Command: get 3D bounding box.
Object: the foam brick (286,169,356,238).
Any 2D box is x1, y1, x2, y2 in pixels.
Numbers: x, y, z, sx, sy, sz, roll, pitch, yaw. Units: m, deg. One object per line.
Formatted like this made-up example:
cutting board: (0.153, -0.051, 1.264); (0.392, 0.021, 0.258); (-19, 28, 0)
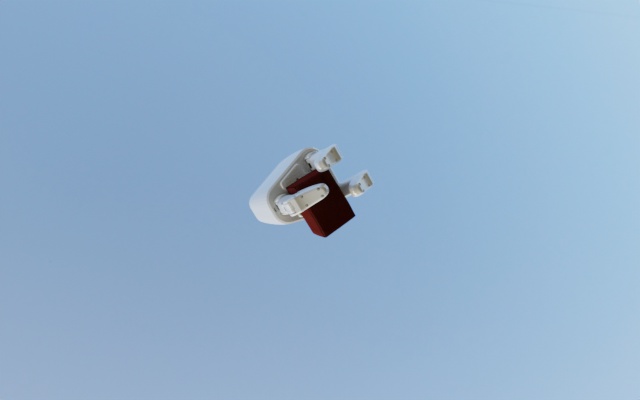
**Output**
foam brick: (0.000, 0.002, 0.637); (0.053, 0.078, 0.051); (-33, 10, -16)
